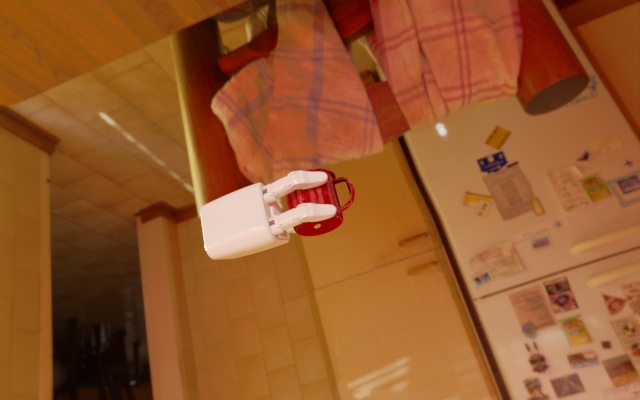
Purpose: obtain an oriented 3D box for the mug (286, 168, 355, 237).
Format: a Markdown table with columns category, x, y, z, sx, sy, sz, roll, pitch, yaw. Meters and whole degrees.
| category | x | y | z | sx | sy | sz | roll | pitch | yaw |
| --- | --- | --- | --- | --- | --- | --- | --- | --- | --- |
| mug | 0.002 | 0.002 | 0.768 | 0.117 | 0.081 | 0.093 | -20 | -25 | 11 |
